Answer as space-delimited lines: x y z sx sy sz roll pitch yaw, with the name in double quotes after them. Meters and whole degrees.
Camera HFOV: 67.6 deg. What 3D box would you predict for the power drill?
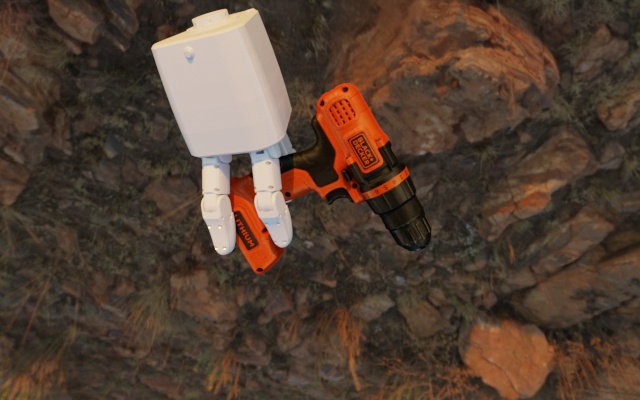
0.000 0.002 0.494 0.187 0.184 0.057 -29 6 11 "power drill"
